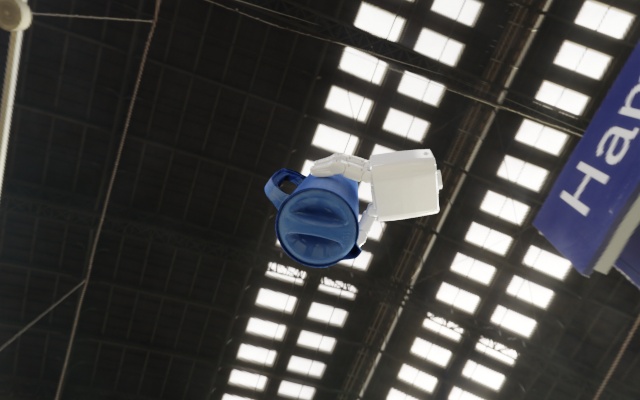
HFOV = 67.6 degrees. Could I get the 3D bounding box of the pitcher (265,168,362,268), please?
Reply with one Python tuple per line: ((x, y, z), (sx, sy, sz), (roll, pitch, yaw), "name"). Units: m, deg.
((0.000, 0.003, 0.850), (0.145, 0.149, 0.242), (-8, 17, 9), "pitcher")
